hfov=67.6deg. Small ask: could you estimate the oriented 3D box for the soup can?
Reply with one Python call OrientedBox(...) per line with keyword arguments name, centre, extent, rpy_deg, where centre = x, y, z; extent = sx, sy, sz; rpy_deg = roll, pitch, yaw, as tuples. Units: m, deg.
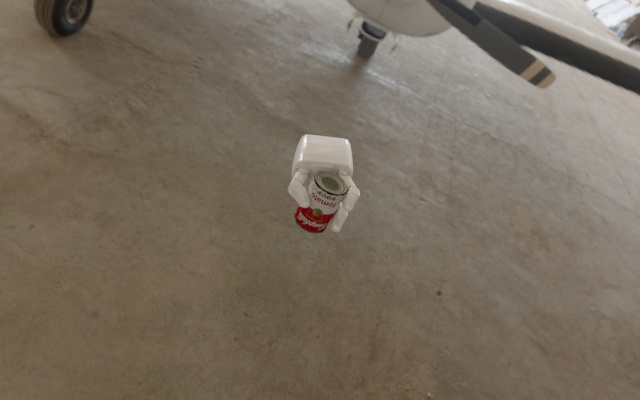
OrientedBox(name="soup can", centre=(0.000, 0.003, 0.889), extent=(0.068, 0.102, 0.068), rpy_deg=(18, 37, -14))
